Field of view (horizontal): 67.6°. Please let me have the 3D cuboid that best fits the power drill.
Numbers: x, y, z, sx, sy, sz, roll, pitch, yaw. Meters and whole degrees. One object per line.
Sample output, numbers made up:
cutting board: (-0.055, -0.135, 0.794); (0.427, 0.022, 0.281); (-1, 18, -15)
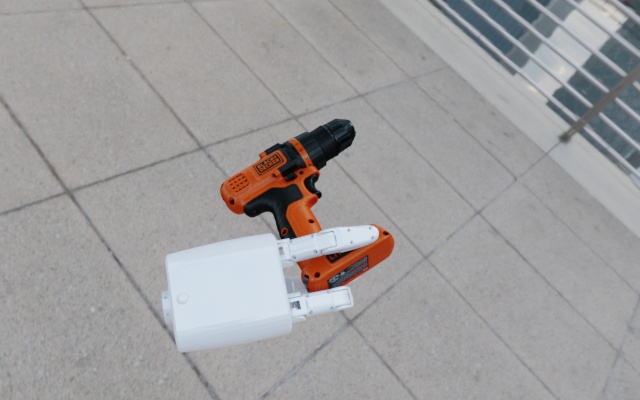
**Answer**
power drill: (0.000, 0.002, 0.548); (0.184, 0.187, 0.057); (-33, -31, -9)
